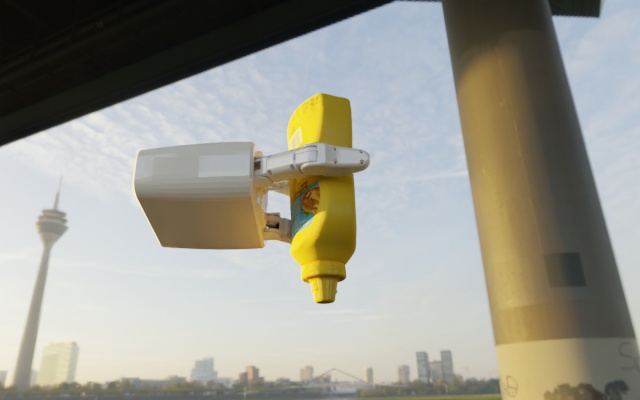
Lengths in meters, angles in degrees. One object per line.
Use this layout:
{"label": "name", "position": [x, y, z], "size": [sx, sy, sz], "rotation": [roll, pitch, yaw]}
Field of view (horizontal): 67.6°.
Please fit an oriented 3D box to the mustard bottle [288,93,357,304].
{"label": "mustard bottle", "position": [0.000, 0.001, 0.457], "size": [0.058, 0.191, 0.096], "rotation": [8, -24, -22]}
